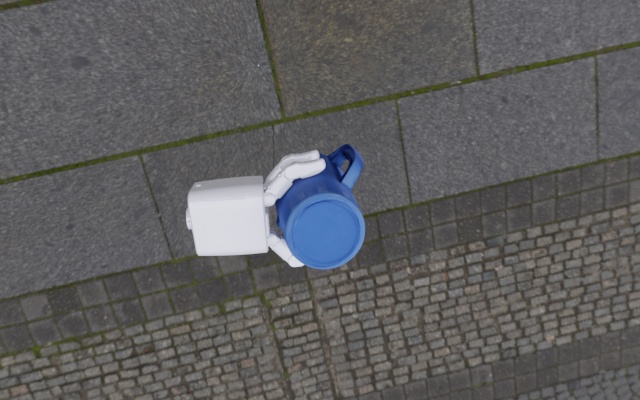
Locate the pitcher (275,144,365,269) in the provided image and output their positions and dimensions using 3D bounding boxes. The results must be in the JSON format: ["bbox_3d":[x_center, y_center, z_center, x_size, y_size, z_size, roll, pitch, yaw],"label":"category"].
[{"bbox_3d":[0.000,0.002,0.733,0.145,0.149,0.242,-4,16,-6],"label":"pitcher"}]
